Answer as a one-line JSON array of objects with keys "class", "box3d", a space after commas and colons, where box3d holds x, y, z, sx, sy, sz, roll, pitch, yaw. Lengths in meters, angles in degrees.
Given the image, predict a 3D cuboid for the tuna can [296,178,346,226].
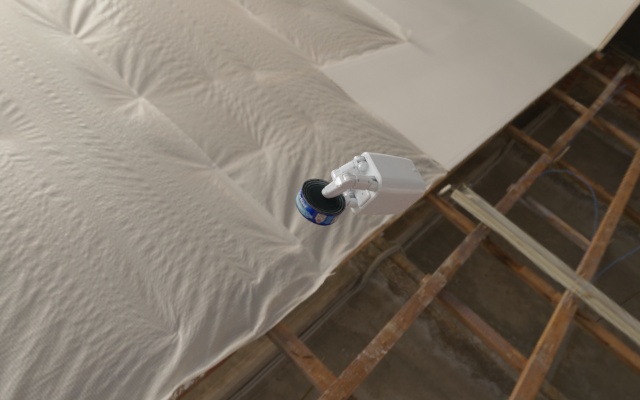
[{"class": "tuna can", "box3d": [0.000, 0.003, 0.846, 0.086, 0.086, 0.034, 0, -42, -33]}]
